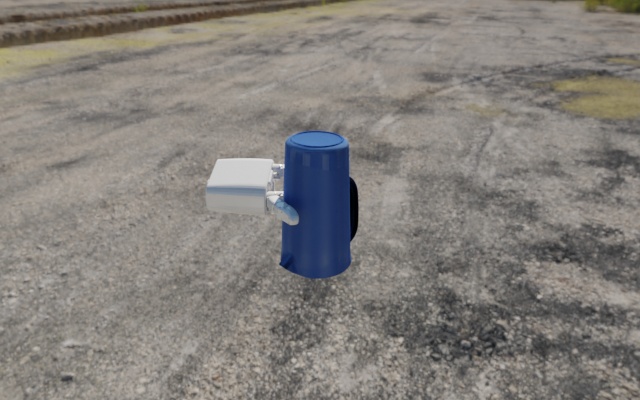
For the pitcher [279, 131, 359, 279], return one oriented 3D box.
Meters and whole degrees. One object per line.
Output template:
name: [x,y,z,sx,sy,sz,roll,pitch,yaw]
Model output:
pitcher: [0.000,0.003,0.855,0.145,0.243,0.149,2,25,2]
